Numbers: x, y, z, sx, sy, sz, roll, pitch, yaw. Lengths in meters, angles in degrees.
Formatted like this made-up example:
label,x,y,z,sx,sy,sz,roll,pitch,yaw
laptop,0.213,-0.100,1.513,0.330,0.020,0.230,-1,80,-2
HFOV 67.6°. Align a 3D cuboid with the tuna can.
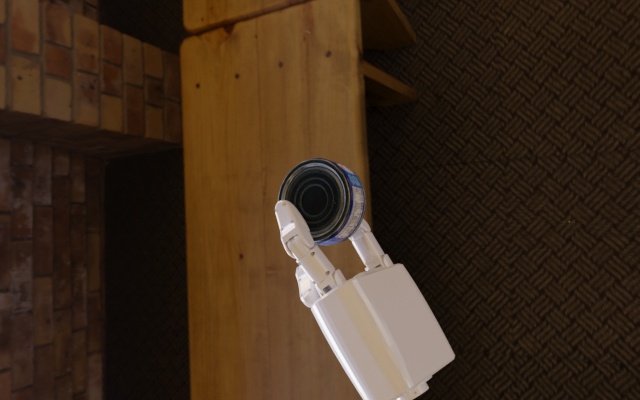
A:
label,x,y,z,sx,sy,sz,roll,pitch,yaw
tuna can,0.000,0.001,0.476,0.086,0.086,0.034,0,-7,31
